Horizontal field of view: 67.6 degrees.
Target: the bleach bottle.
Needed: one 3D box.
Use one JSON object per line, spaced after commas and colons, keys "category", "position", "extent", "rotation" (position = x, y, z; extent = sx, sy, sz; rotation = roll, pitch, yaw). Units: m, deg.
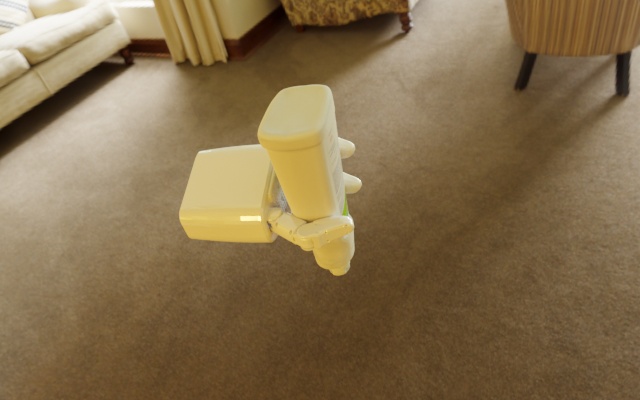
{"category": "bleach bottle", "position": [0.000, 0.002, 0.546], "extent": [0.068, 0.251, 0.102], "rotation": [-2, 42, 15]}
